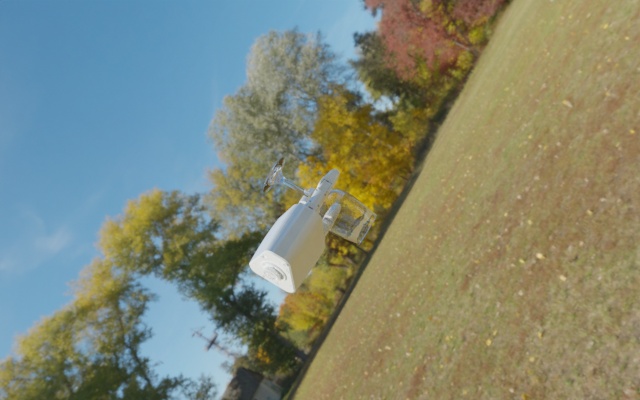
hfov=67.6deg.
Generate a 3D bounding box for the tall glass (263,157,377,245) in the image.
[{"bbox_3d":[0.000,0.002,0.859,0.201,0.079,0.079,30,3,6],"label":"tall glass"}]
